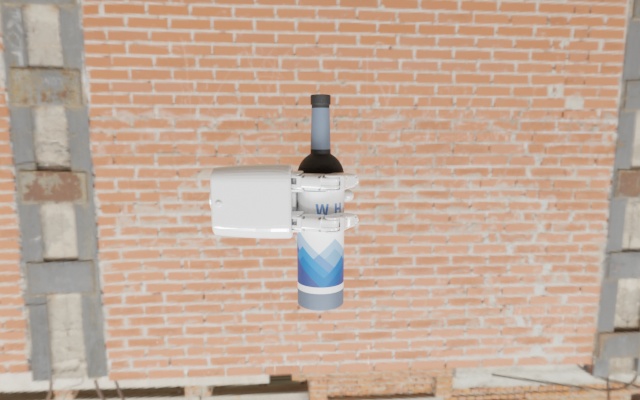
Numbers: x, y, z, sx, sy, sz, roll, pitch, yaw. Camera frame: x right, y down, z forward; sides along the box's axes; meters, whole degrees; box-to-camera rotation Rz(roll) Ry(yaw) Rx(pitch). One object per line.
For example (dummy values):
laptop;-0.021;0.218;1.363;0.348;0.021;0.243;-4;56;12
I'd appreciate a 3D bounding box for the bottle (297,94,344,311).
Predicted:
bottle;0.000;0.002;0.670;0.069;0.296;0.069;0;9;0
